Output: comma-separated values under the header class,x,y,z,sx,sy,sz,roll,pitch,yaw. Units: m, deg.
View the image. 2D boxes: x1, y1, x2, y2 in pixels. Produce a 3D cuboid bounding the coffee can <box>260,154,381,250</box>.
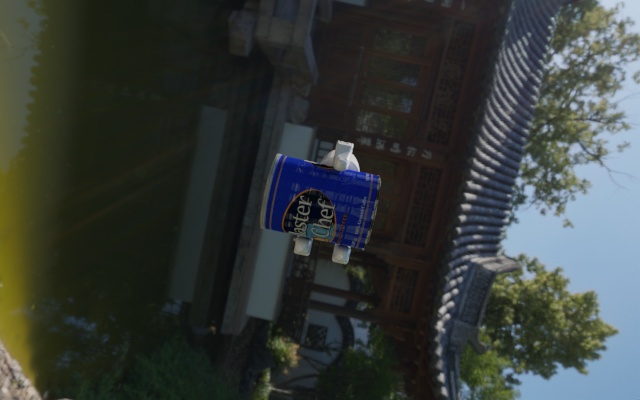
class,x,y,z,sx,sy,sz,roll,pitch,yaw
coffee can,0.000,0.002,0.635,0.140,0.103,0.103,12,0,1
